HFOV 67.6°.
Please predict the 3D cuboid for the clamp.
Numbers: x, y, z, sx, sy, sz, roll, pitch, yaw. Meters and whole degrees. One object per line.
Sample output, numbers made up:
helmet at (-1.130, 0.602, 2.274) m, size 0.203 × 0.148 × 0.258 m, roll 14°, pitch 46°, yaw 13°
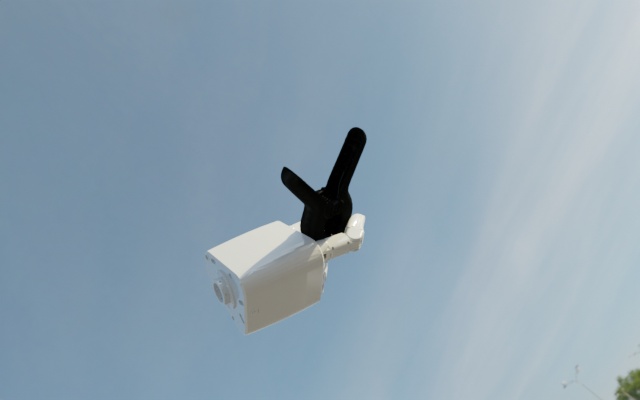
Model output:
clamp at (0.000, 0.002, 0.576) m, size 0.120 × 0.172 × 0.039 m, roll -21°, pitch 43°, yaw -31°
